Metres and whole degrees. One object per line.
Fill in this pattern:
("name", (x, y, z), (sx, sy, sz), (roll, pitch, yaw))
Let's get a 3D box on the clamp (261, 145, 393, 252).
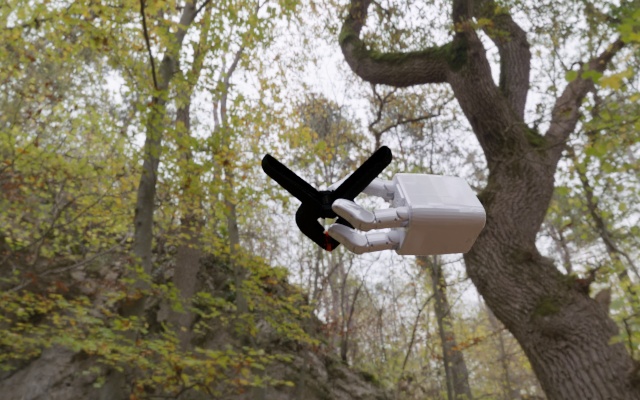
("clamp", (0.000, 0.002, 0.664), (0.164, 0.036, 0.210), (1, -39, -7))
